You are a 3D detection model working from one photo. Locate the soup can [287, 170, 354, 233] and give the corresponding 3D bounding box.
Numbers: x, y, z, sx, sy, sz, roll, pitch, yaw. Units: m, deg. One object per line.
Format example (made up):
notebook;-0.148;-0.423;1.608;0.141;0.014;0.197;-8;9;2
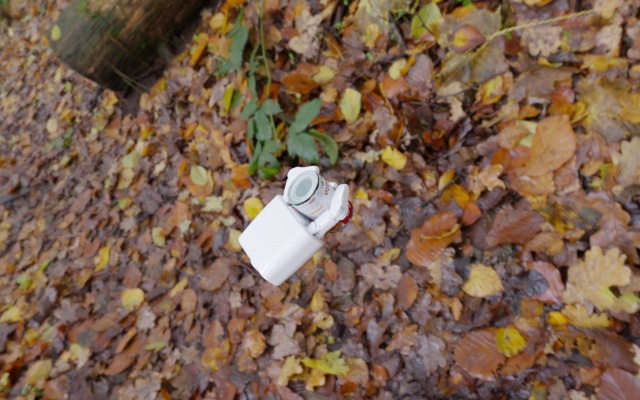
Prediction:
soup can;0.000;0.002;0.804;0.068;0.068;0.102;0;-29;43
